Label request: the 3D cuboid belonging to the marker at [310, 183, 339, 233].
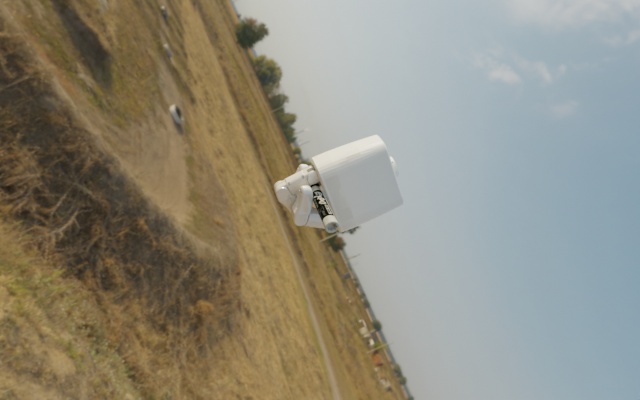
[{"bbox_3d":[0.000,0.002,0.665,0.020,0.020,0.121,0,33,-18],"label":"marker"}]
